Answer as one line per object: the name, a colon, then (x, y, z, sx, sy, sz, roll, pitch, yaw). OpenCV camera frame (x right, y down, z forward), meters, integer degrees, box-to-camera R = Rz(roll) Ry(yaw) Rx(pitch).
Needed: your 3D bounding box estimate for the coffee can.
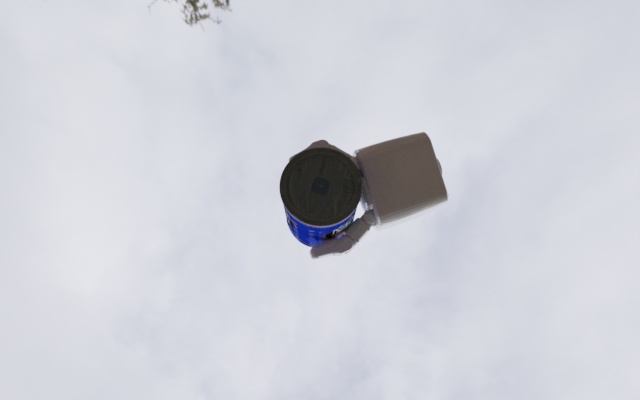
coffee can: (0.000, 0.002, 0.652, 0.103, 0.102, 0.140, 0, -17, 0)
